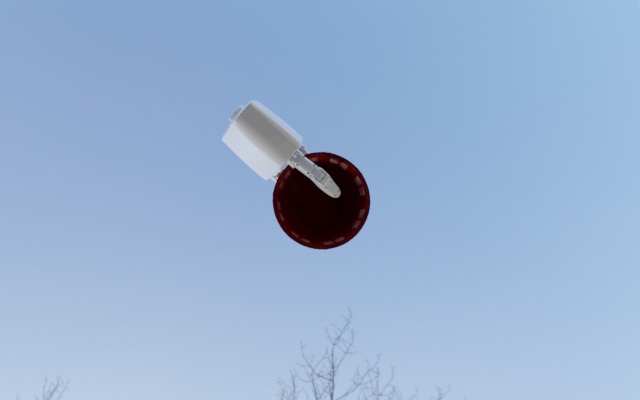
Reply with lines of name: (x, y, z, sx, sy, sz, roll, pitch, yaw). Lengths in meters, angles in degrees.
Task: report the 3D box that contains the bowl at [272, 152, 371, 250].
bowl: (0.001, 0.004, 0.806, 0.162, 0.162, 0.055, 0, -8, -5)
